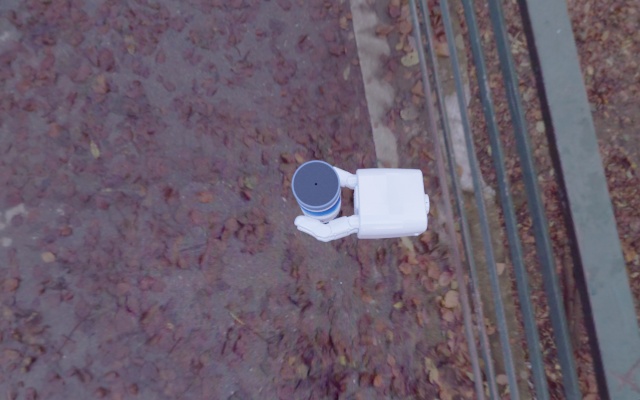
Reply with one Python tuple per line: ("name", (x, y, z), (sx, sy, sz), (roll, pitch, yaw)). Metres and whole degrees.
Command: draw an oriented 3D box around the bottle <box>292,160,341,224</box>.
("bottle", (0.000, 0.003, 0.792), (0.069, 0.069, 0.296), (0, -10, 2))
